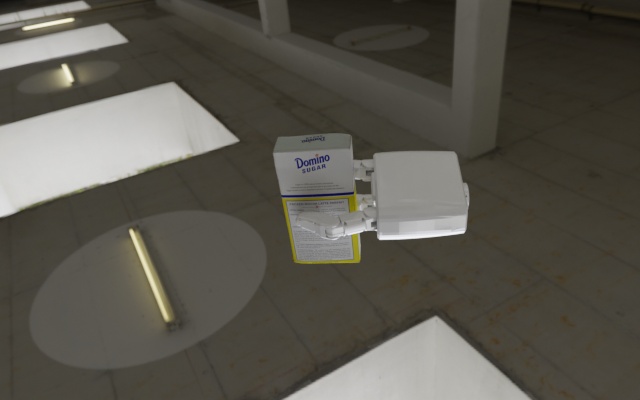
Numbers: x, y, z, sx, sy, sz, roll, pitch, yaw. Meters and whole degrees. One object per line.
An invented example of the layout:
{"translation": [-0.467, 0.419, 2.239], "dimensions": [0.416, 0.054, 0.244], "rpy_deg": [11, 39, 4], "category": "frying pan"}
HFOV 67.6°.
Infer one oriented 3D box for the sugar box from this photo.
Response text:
{"translation": [0.000, 0.002, 0.609], "dimensions": [0.093, 0.176, 0.048], "rpy_deg": [-2, 33, 7], "category": "sugar box"}
